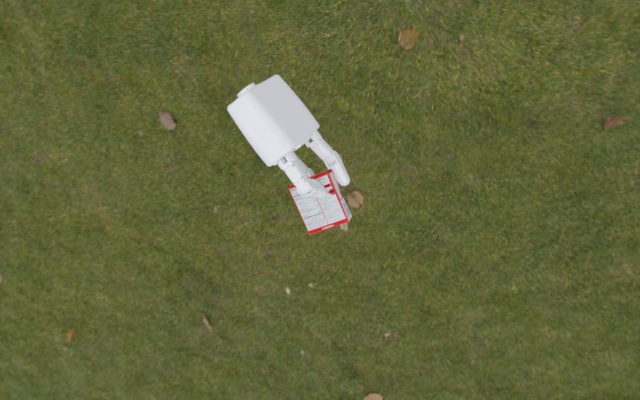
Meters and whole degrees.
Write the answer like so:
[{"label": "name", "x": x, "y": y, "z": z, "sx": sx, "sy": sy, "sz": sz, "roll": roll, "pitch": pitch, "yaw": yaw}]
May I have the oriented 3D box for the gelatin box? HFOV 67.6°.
[{"label": "gelatin box", "x": 0.000, "y": 0.003, "z": 0.774, "sx": 0.073, "sy": 0.089, "sz": 0.030, "roll": -20, "pitch": 10, "yaw": 20}]
